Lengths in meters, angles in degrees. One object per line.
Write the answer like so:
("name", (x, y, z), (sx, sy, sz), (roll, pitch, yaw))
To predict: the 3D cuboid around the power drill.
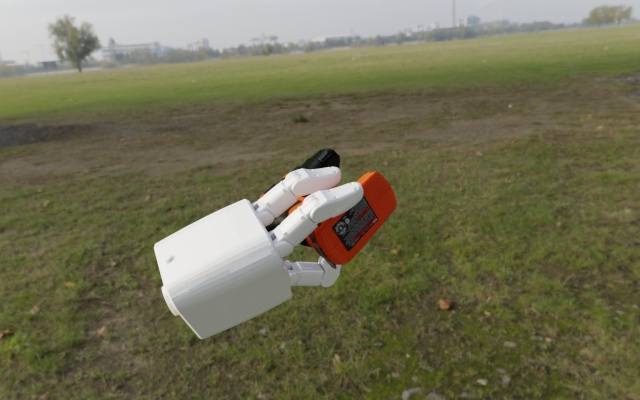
("power drill", (0.000, 0.002, 0.569), (0.184, 0.057, 0.187), (-48, 26, -22))
